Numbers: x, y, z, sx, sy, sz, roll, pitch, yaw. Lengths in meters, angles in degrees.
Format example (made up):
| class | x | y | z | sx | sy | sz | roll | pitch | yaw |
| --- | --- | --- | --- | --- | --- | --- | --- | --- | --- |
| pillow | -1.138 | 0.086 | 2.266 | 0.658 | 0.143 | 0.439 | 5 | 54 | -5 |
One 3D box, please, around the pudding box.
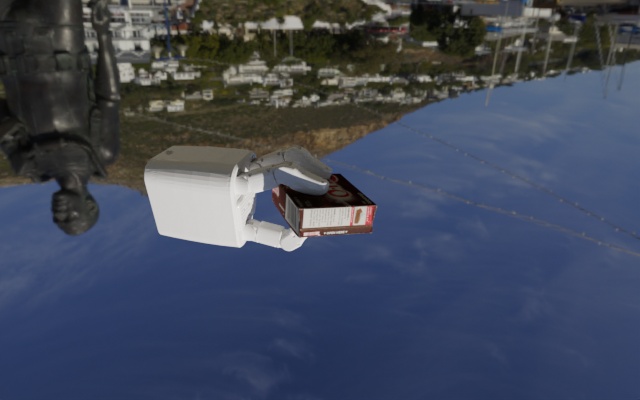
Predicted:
| class | x | y | z | sx | sy | sz | roll | pitch | yaw |
| --- | --- | --- | --- | --- | --- | --- | --- | --- | --- |
| pudding box | 0.000 | 0.002 | 0.551 | 0.090 | 0.039 | 0.113 | -3 | 24 | -20 |
